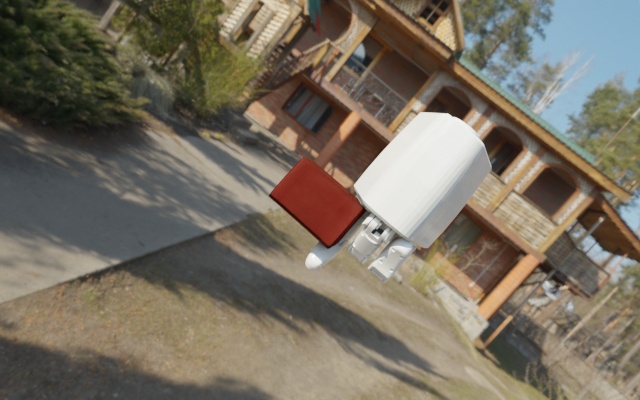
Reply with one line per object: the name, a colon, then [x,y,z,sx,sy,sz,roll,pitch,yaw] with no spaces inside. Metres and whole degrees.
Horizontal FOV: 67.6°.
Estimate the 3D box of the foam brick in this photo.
foam brick: [0.000,0.001,0.467,0.078,0.051,0.053,41,8,8]
